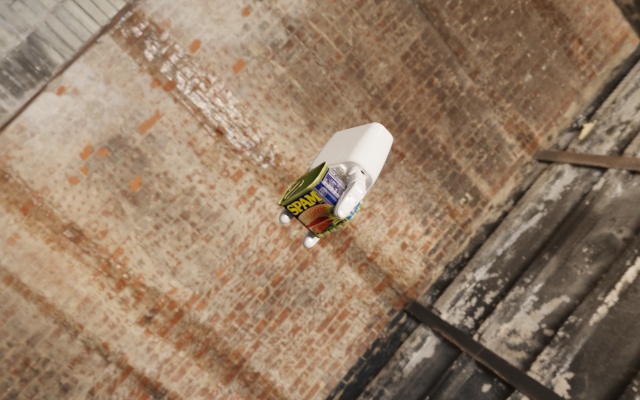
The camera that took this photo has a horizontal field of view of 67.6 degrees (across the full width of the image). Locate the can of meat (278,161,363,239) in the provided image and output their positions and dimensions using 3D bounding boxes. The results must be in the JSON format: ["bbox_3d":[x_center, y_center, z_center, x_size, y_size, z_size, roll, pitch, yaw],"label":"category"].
[{"bbox_3d":[0.000,0.003,0.715,0.102,0.084,0.057,-30,23,44],"label":"can of meat"}]
